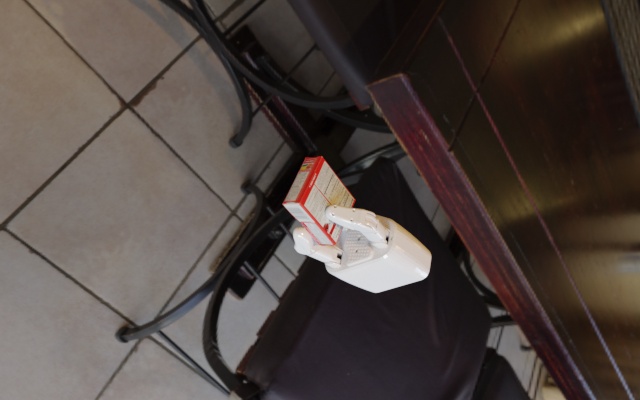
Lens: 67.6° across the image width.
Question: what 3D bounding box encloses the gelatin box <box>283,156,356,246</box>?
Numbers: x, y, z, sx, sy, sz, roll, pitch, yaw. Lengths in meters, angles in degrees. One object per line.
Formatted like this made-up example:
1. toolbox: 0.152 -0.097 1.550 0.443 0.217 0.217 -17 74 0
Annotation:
1. gelatin box: 0.000 0.002 0.585 0.030 0.073 0.089 -2 -39 38
